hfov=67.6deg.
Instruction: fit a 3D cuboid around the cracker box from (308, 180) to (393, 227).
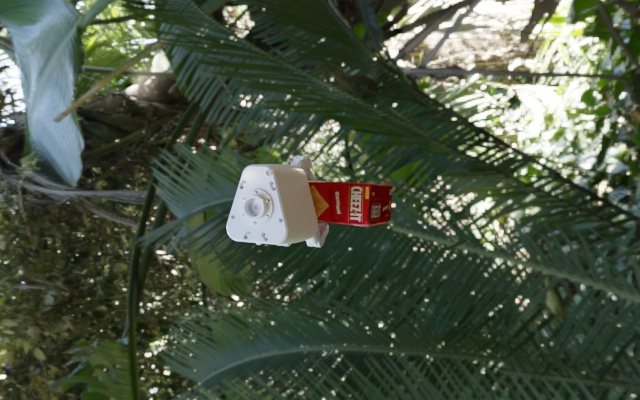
[{"bbox_3d":[0.000,0.002,0.805,0.213,0.072,0.164,3,2,20],"label":"cracker box"}]
